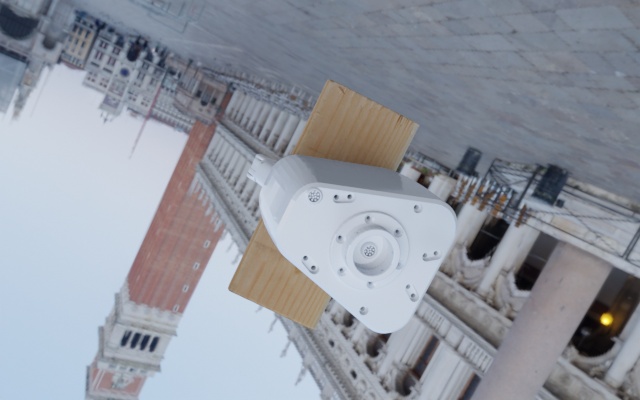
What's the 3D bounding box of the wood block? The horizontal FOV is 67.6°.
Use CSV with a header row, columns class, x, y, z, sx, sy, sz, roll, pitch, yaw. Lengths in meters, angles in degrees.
class,x,y,z,sx,sy,sz,roll,pitch,yaw
wood block,0.000,0.002,0.459,0.091,0.206,0.090,26,6,-5
